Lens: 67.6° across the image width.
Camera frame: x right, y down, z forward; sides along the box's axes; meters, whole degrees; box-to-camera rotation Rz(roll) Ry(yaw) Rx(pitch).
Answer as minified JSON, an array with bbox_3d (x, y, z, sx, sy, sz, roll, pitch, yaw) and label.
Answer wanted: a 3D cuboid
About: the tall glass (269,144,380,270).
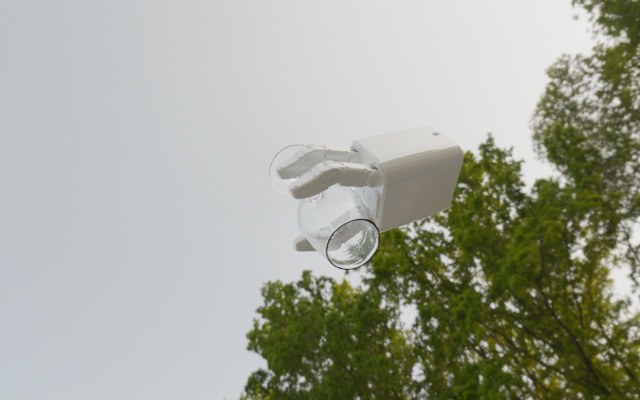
[{"bbox_3d":[0.000,0.002,0.574,0.079,0.079,0.201,0,27,-22],"label":"tall glass"}]
